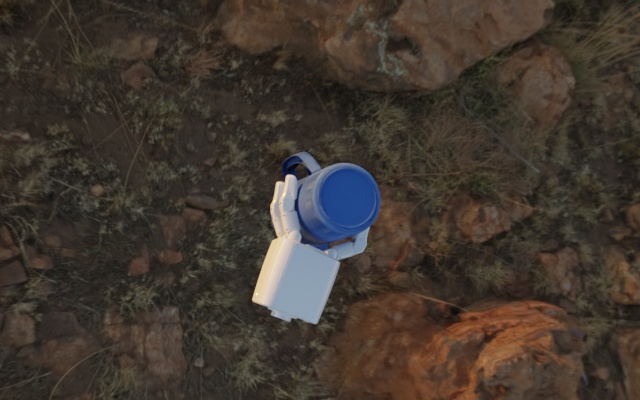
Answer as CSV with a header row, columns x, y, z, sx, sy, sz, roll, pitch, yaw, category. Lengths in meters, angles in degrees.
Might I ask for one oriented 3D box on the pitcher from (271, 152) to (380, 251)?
x,y,z,sx,sy,sz,roll,pitch,yaw,category
0.000,0.003,0.801,0.149,0.145,0.243,24,-14,-13,pitcher
